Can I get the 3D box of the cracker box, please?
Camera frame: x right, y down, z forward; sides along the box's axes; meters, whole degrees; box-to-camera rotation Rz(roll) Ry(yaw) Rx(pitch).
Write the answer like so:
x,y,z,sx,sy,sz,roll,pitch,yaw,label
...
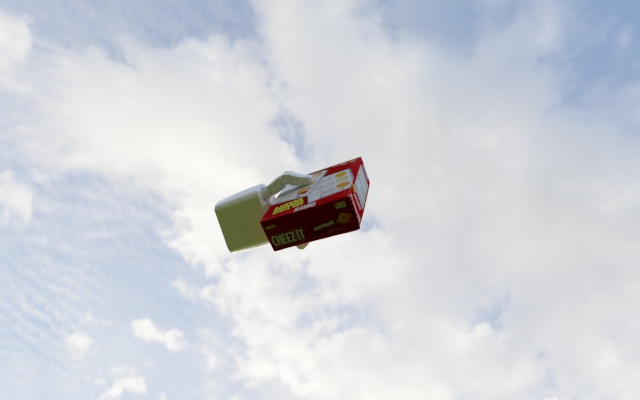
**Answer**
x,y,z,sx,sy,sz,roll,pitch,yaw,label
0.000,0.003,0.885,0.164,0.072,0.213,-17,19,17,cracker box
